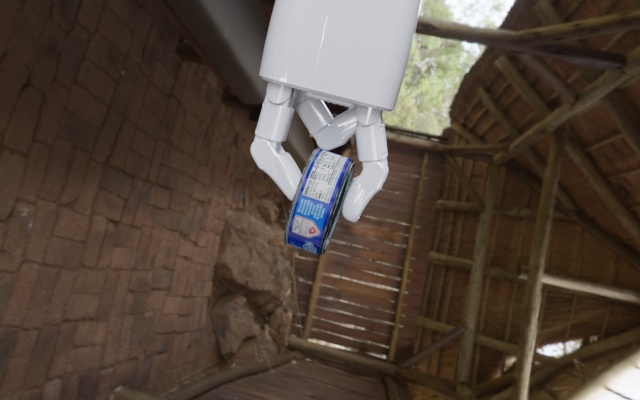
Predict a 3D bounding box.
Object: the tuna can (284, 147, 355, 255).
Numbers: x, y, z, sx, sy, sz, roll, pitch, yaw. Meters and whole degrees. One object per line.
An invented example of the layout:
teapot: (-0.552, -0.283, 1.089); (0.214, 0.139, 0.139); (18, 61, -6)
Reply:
tuna can: (0.001, 0.002, 0.400); (0.034, 0.086, 0.086); (19, 2, 6)
